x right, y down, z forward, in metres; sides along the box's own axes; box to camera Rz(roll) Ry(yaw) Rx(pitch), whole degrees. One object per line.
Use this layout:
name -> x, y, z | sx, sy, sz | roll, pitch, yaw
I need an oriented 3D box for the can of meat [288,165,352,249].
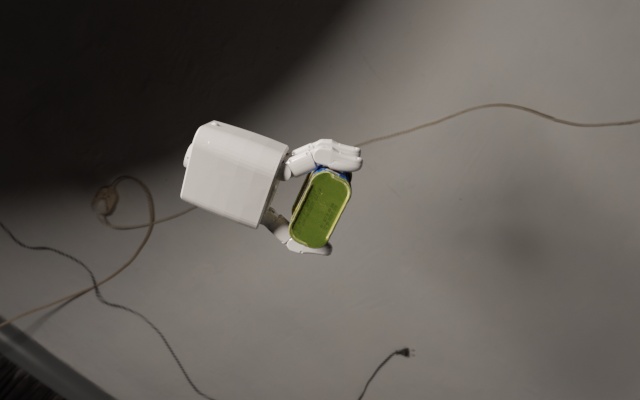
can of meat -> 0.000, 0.002, 0.603 | 0.057, 0.102, 0.084 | 24, 15, -5
